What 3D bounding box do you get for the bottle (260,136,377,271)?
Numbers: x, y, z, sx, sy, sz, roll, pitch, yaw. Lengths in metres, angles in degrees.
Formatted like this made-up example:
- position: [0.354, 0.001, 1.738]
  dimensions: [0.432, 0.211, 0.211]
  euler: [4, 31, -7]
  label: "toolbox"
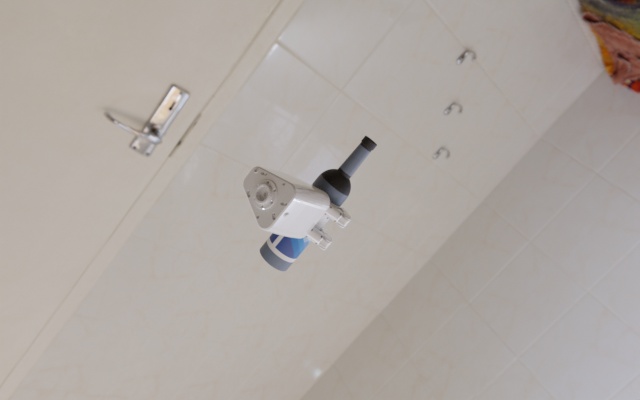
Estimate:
- position: [0.000, 0.003, 0.886]
  dimensions: [0.069, 0.296, 0.069]
  euler: [37, 14, -11]
  label: "bottle"
